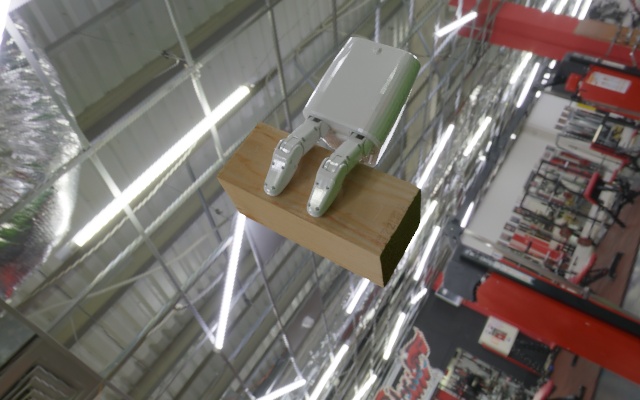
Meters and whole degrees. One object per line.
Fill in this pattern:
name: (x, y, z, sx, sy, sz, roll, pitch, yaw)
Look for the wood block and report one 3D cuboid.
wood block: (0.000, 0.002, 0.541, 0.206, 0.090, 0.091, 25, -22, 23)
